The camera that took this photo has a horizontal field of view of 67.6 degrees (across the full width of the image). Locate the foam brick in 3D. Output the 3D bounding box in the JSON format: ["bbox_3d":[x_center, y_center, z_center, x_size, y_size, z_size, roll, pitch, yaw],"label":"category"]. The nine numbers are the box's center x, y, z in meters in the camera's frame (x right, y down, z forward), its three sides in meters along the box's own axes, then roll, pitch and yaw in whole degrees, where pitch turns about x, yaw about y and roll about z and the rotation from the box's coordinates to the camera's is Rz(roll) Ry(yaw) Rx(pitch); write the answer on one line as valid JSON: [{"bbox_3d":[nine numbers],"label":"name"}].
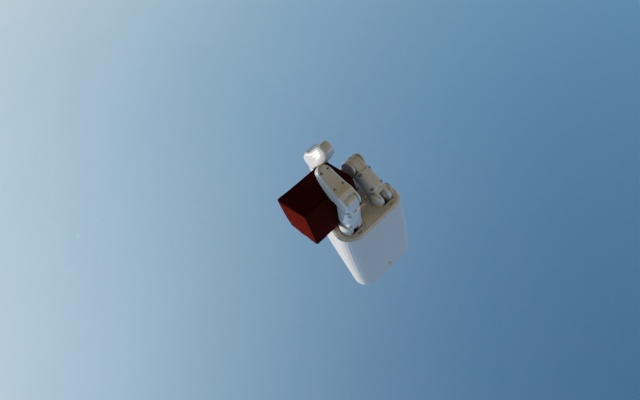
[{"bbox_3d":[0.000,0.002,0.565,0.078,0.051,0.053,-41,49,-18],"label":"foam brick"}]
